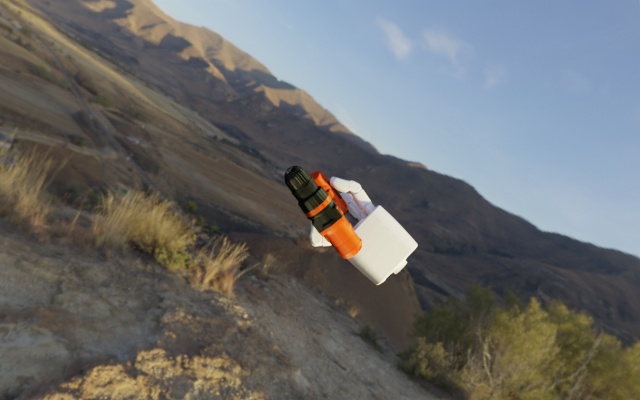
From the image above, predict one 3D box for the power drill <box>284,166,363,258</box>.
[{"bbox_3d":[0.000,0.003,0.856,0.057,0.184,0.187,-34,13,8],"label":"power drill"}]
